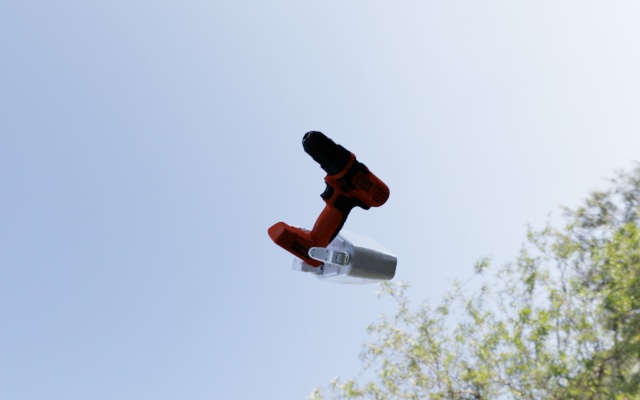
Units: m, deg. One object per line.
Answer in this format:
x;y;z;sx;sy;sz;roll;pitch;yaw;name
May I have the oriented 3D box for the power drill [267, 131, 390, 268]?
0.000;0.003;0.769;0.184;0.187;0.057;36;7;-27;power drill
